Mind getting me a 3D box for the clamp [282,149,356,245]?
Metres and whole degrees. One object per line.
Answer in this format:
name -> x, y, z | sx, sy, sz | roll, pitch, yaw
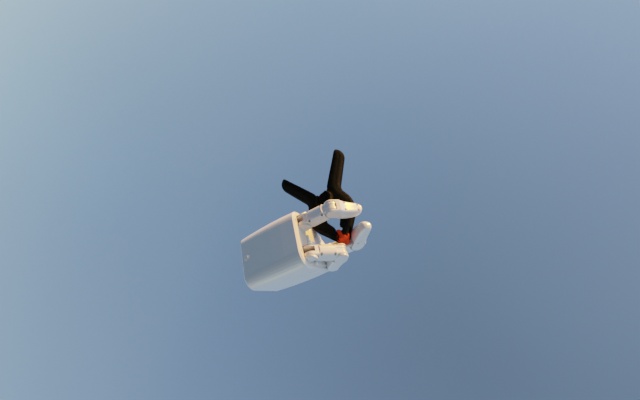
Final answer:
clamp -> 0.001, 0.003, 0.791 | 0.120, 0.171, 0.039 | -26, -37, 17
